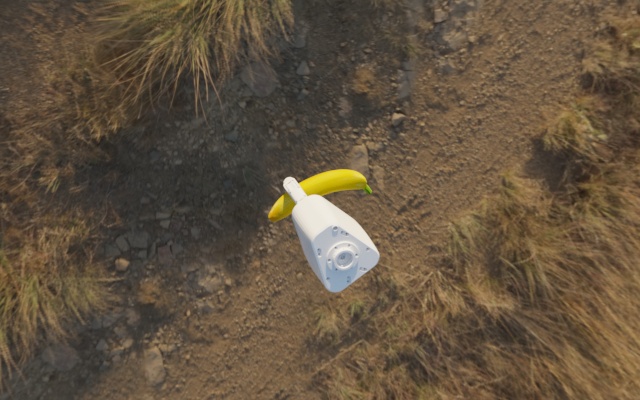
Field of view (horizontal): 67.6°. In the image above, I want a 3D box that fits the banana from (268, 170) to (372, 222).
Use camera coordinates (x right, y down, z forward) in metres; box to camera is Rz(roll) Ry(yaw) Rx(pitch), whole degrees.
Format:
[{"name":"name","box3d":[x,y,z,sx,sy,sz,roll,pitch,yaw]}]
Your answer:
[{"name":"banana","box3d":[0.001,-0.015,0.834,0.198,0.070,0.037,-15,28,-13]}]
